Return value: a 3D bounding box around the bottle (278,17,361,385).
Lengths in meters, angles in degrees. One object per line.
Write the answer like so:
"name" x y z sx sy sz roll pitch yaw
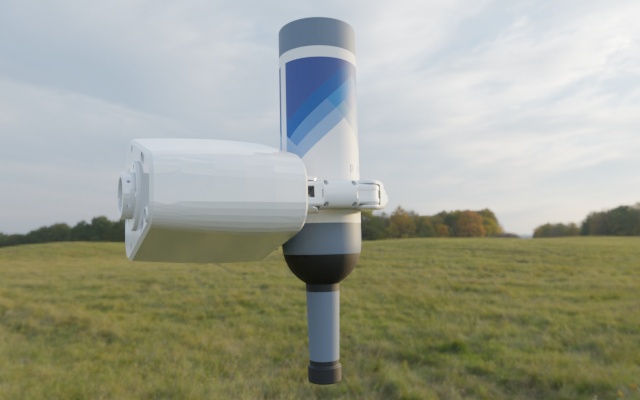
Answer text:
"bottle" 0.000 0.001 0.404 0.069 0.295 0.069 -1 -5 0
